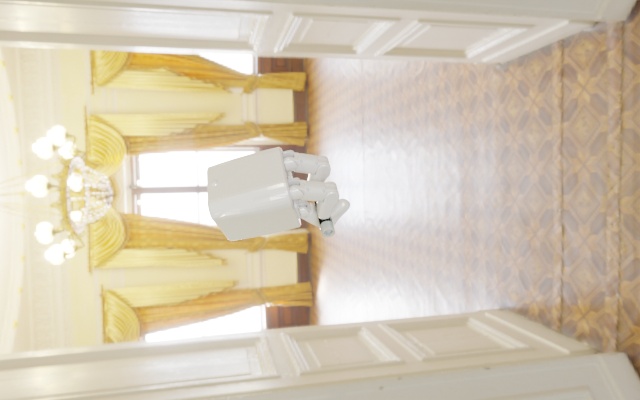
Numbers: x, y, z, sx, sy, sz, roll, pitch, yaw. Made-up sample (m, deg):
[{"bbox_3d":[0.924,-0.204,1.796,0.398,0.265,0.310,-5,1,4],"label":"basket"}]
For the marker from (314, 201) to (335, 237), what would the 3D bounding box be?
[{"bbox_3d":[0.000,0.002,0.697,0.020,0.121,0.020,-8,-43,-7],"label":"marker"}]
